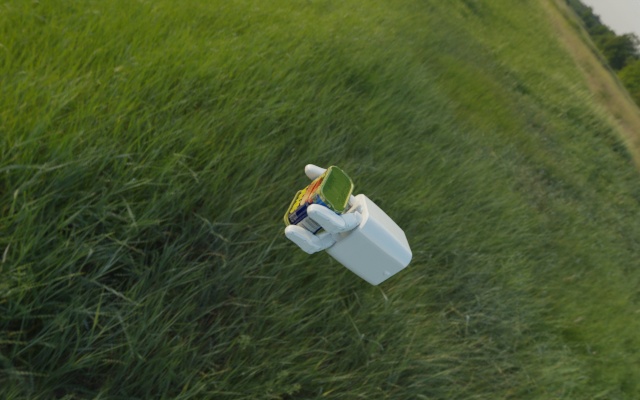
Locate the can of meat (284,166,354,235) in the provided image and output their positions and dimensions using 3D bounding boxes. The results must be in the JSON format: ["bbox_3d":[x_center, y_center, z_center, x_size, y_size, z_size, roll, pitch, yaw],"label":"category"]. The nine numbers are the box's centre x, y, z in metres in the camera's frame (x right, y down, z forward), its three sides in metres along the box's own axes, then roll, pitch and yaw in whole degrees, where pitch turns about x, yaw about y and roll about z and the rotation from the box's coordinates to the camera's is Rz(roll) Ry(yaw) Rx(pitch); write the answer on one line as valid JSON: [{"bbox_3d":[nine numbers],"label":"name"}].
[{"bbox_3d":[0.000,0.002,0.741,0.084,0.057,0.102,-39,15,33],"label":"can of meat"}]
